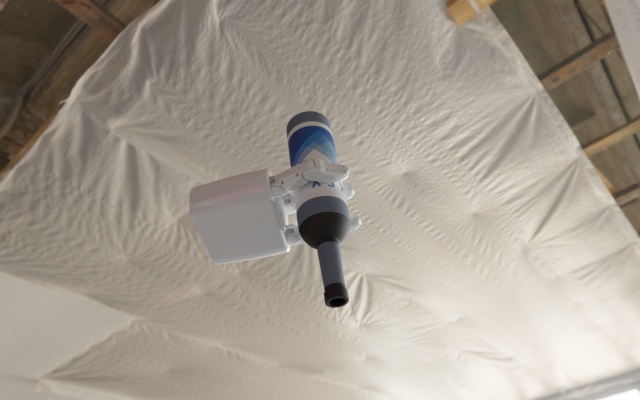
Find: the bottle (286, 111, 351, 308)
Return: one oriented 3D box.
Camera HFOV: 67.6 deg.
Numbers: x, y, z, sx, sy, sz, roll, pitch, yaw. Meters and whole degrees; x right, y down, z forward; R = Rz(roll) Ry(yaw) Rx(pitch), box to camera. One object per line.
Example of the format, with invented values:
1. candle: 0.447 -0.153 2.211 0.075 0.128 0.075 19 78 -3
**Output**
1. bottle: 0.000 0.002 0.622 0.069 0.295 0.069 -5 -41 -5
